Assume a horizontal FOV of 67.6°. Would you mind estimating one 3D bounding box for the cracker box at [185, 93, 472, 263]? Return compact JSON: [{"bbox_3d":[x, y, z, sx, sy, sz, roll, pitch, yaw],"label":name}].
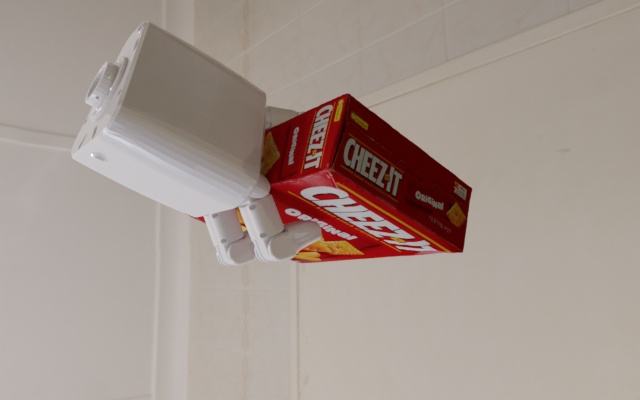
[{"bbox_3d":[0.000,0.001,0.442,0.164,0.072,0.214,28,-26,-35],"label":"cracker box"}]
